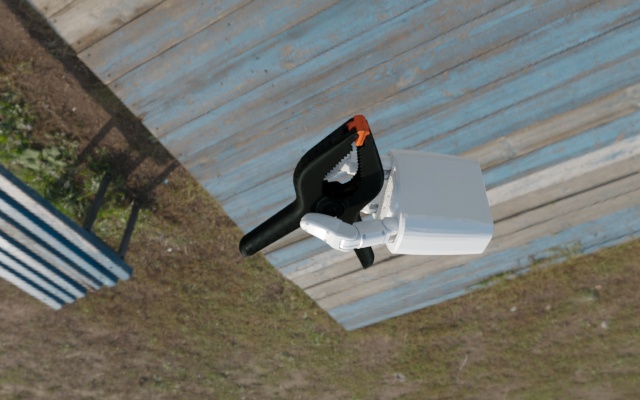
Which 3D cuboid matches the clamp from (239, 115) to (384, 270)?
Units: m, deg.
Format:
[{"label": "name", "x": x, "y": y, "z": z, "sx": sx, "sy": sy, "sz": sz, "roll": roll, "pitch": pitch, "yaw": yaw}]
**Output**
[{"label": "clamp", "x": 0.001, "y": 0.002, "z": 0.509, "sx": 0.164, "sy": 0.210, "sz": 0.036, "roll": 2, "pitch": 44, "yaw": -12}]
